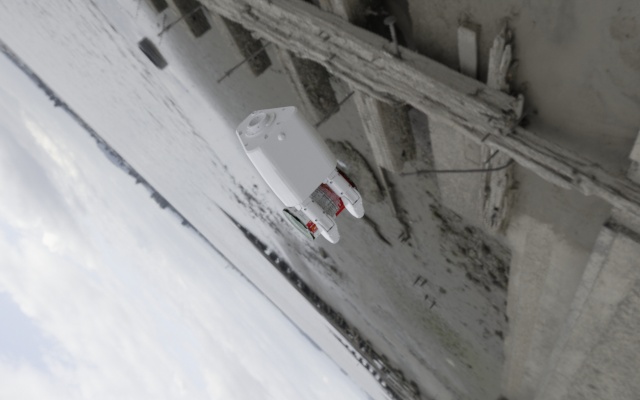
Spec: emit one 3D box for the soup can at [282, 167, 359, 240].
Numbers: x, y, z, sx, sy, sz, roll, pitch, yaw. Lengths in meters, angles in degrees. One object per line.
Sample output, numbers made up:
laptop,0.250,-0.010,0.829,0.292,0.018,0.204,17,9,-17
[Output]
soup can,0.000,0.003,0.729,0.068,0.102,0.068,41,-13,11
